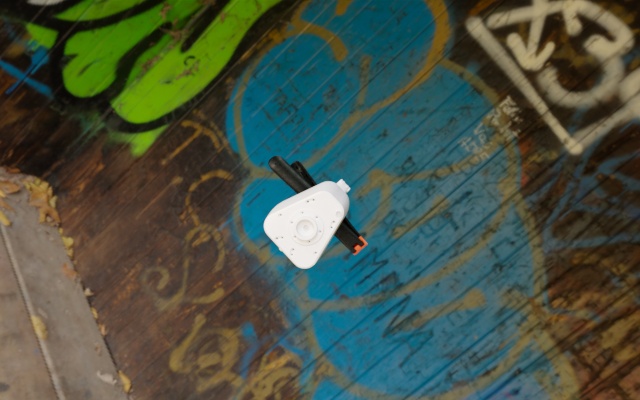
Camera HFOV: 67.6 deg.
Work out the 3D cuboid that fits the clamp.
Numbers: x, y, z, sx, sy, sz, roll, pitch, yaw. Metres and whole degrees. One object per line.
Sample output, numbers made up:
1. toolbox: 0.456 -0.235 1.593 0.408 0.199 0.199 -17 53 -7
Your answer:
1. clamp: 0.001 0.003 0.819 0.036 0.210 0.164 -42 2 9
